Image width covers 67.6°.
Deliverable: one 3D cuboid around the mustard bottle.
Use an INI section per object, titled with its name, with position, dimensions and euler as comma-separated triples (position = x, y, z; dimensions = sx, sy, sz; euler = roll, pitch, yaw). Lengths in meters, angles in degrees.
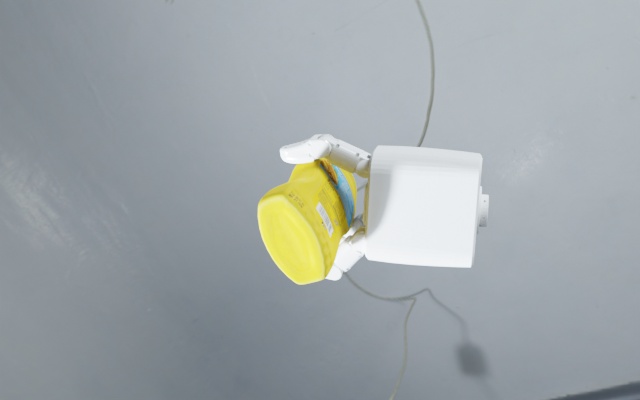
[mustard bottle]
position = 0.000, 0.002, 0.522
dimensions = 0.058, 0.096, 0.191
euler = -20, 16, 25
